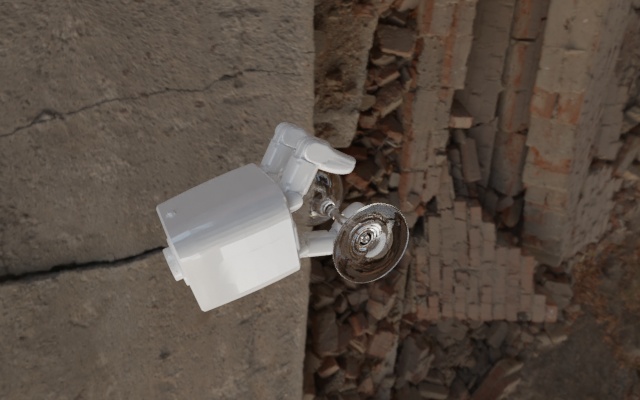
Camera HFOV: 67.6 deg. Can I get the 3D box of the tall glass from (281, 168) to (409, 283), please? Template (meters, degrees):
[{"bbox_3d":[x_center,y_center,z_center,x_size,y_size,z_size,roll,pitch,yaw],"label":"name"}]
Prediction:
[{"bbox_3d":[0.001,0.002,0.483,0.079,0.079,0.201,0,21,-28],"label":"tall glass"}]
